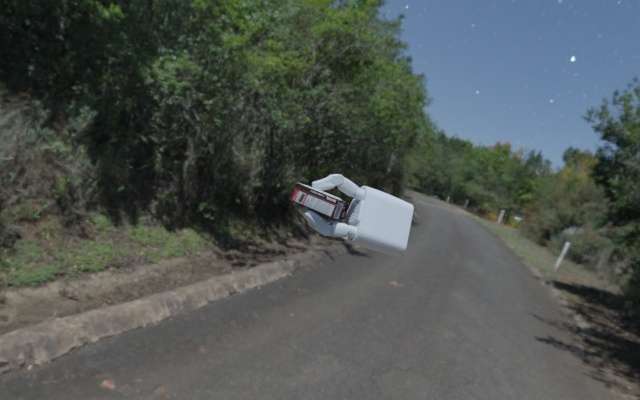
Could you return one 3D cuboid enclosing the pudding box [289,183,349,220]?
[{"bbox_3d":[0.000,0.003,0.900,0.090,0.039,0.113,22,-1,13],"label":"pudding box"}]
